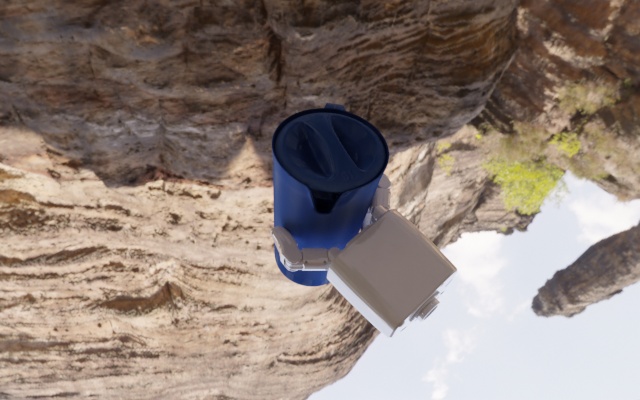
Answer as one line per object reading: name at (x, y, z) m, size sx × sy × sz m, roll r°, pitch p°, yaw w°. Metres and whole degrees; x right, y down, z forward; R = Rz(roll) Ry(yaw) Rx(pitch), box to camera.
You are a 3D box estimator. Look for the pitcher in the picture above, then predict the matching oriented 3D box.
pitcher at (0.000, 0.002, 0.632) m, size 0.149 × 0.145 × 0.243 m, roll -32°, pitch -28°, yaw -29°
